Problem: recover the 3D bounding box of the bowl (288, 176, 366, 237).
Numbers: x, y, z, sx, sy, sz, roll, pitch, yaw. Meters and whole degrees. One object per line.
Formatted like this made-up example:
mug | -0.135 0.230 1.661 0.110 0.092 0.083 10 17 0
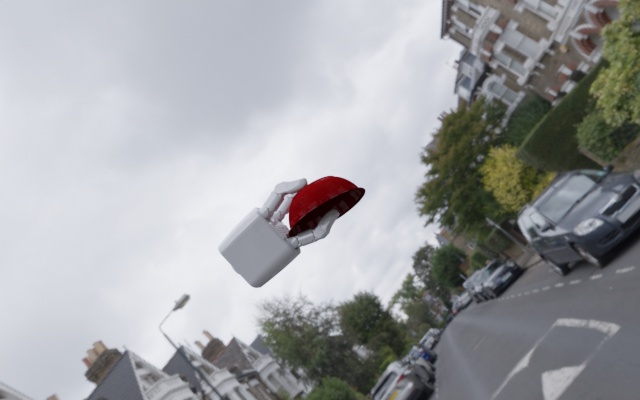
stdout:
bowl | 0.001 0.002 0.868 0.162 0.055 0.162 -29 -16 -9
